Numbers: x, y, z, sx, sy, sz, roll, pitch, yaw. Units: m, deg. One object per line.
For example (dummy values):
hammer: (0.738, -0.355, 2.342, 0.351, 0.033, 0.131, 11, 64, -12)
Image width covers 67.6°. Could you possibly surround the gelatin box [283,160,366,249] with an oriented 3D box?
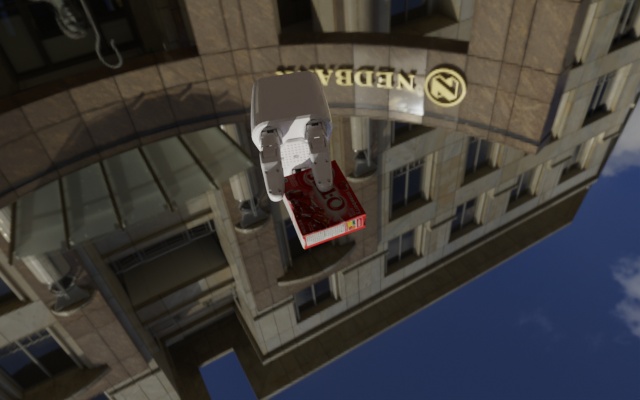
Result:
gelatin box: (0.000, 0.002, 0.534, 0.073, 0.089, 0.030, -19, -37, -10)
